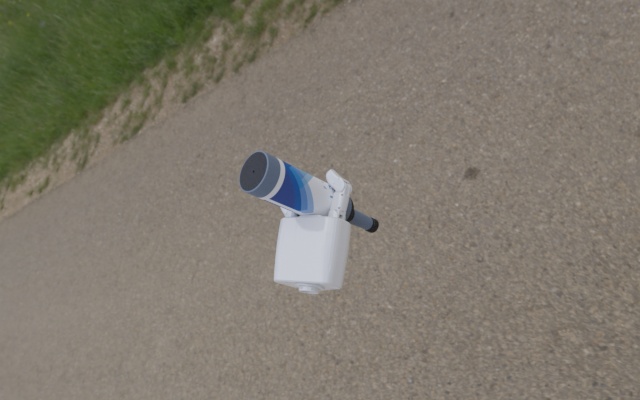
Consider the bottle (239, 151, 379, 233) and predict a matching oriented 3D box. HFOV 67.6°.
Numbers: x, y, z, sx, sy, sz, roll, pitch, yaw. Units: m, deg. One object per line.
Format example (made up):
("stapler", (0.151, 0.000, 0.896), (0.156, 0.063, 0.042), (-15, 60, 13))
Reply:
("bottle", (0.000, 0.002, 0.801), (0.069, 0.069, 0.296), (0, -18, 45))
